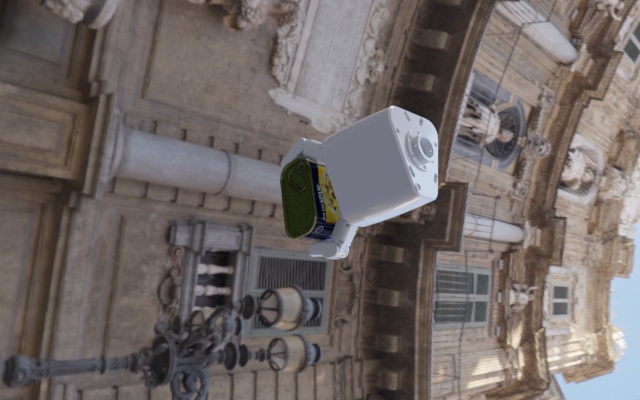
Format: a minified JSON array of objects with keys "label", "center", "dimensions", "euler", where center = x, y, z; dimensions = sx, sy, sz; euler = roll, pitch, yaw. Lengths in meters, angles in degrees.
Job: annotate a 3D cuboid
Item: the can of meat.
[{"label":"can of meat","center":[0.000,0.002,0.625],"dimensions":[0.084,0.102,0.057],"euler":[11,-27,-42]}]
